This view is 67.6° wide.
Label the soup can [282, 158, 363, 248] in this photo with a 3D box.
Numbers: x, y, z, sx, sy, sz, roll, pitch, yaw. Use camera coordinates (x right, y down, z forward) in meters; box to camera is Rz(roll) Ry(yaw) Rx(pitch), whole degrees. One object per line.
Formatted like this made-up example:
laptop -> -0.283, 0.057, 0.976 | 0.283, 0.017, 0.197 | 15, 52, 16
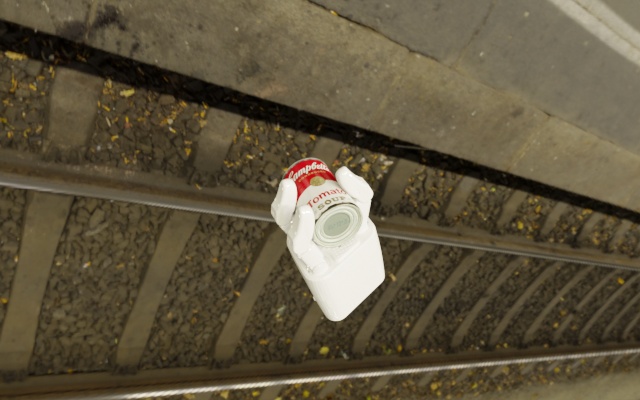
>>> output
soup can -> 0.000, 0.002, 0.592 | 0.068, 0.068, 0.102 | 0, 35, -30
